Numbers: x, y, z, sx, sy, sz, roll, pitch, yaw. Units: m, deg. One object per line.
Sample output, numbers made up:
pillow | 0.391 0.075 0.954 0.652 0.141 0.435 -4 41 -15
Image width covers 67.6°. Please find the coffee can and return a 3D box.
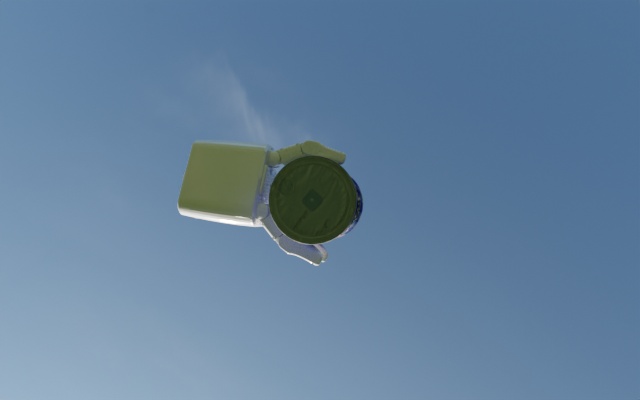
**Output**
coffee can | 0.000 0.002 0.614 0.103 0.103 0.140 0 -2 8
